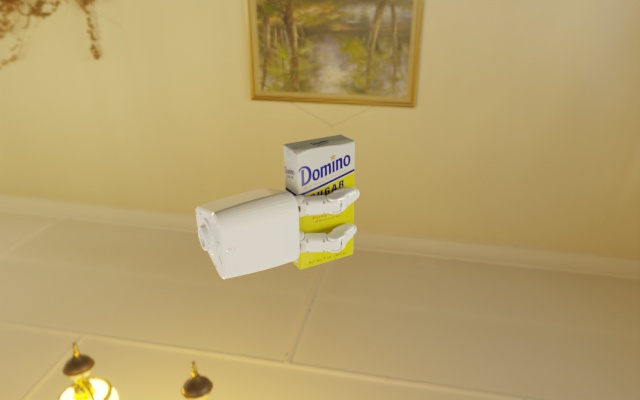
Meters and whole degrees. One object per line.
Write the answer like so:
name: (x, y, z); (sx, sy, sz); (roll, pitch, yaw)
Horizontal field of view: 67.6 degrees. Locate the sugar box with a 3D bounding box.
sugar box: (0.000, 0.003, 0.672); (0.093, 0.176, 0.048); (-14, 29, -26)
